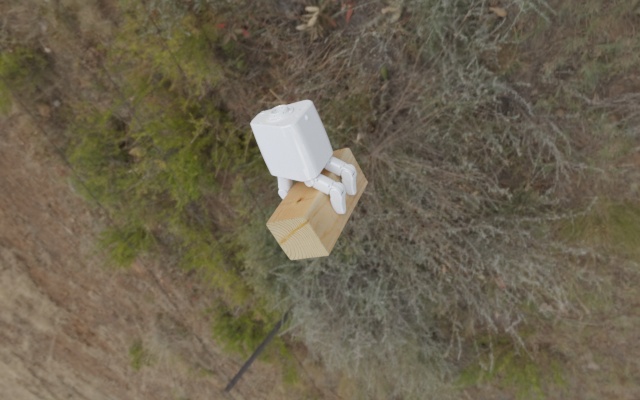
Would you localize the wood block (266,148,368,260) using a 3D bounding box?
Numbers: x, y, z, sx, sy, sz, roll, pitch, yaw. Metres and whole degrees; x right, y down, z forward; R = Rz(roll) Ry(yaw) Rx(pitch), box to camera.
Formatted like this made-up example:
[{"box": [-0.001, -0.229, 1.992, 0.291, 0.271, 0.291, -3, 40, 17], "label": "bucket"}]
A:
[{"box": [0.000, 0.003, 0.881, 0.091, 0.090, 0.206, -11, 32, 37], "label": "wood block"}]
